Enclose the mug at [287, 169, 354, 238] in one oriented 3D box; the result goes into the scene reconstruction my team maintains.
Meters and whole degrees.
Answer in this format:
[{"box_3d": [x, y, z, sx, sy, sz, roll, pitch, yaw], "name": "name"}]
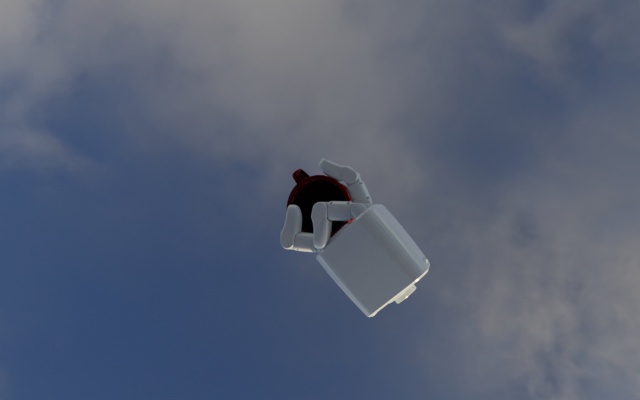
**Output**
[{"box_3d": [-0.001, 0.001, 0.701, 0.093, 0.117, 0.081, -42, -11, 12], "name": "mug"}]
